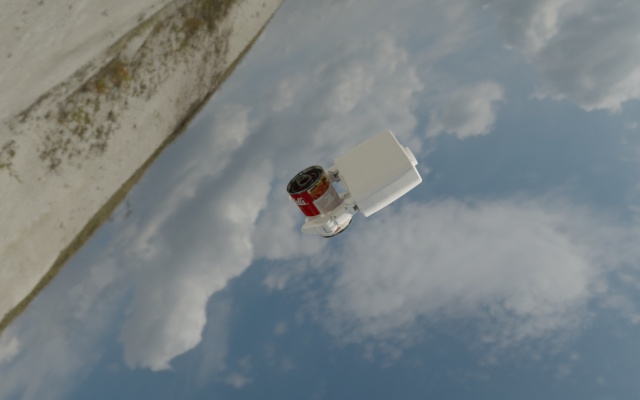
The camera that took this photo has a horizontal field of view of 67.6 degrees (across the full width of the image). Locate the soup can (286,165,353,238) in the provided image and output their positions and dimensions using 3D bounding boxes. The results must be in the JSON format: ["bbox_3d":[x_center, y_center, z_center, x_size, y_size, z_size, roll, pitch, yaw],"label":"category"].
[{"bbox_3d":[0.000,0.003,0.781,0.068,0.102,0.068,-26,29,16],"label":"soup can"}]
